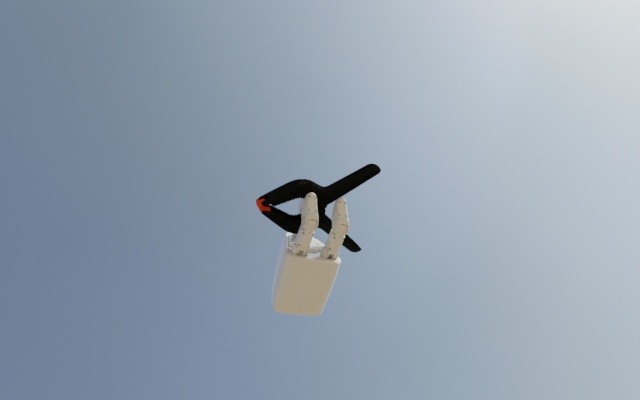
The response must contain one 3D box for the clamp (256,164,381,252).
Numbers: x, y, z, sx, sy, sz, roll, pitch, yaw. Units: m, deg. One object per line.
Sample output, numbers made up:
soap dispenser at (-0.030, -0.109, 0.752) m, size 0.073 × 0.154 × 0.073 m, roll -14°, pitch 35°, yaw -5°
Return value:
clamp at (-0.001, 0.002, 0.794) m, size 0.210 × 0.164 × 0.036 m, roll 10°, pitch 18°, yaw -25°
